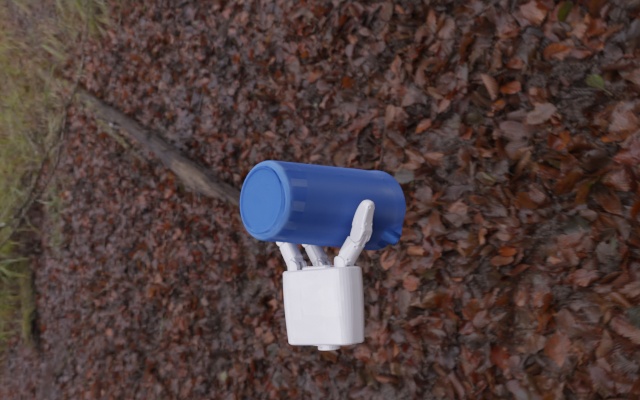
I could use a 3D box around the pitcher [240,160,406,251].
[{"bbox_3d":[0.000,0.003,0.719,0.243,0.145,0.149,6,-12,-45],"label":"pitcher"}]
